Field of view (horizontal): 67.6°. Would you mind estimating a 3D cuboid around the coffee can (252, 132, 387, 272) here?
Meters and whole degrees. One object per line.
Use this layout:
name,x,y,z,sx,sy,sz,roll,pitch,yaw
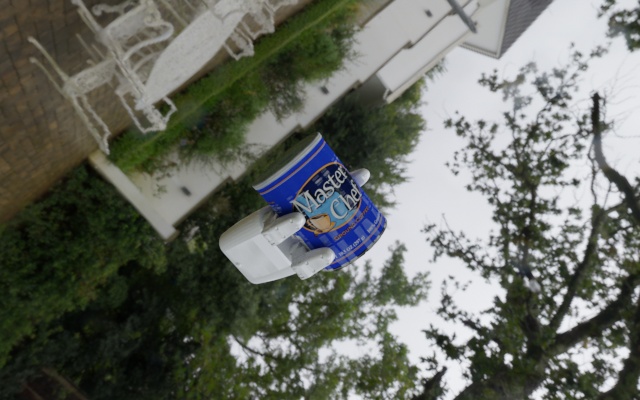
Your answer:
coffee can,0.000,0.002,0.588,0.103,0.140,0.102,-37,13,10
